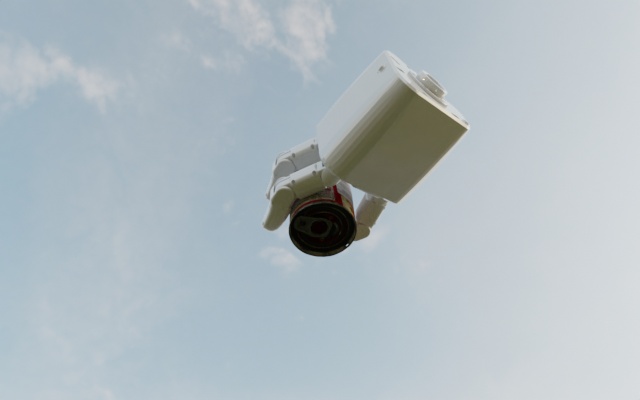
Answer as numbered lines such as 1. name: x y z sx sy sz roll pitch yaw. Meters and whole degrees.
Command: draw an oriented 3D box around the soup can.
1. soup can: 0.000 0.002 0.511 0.068 0.068 0.102 0 34 -3
